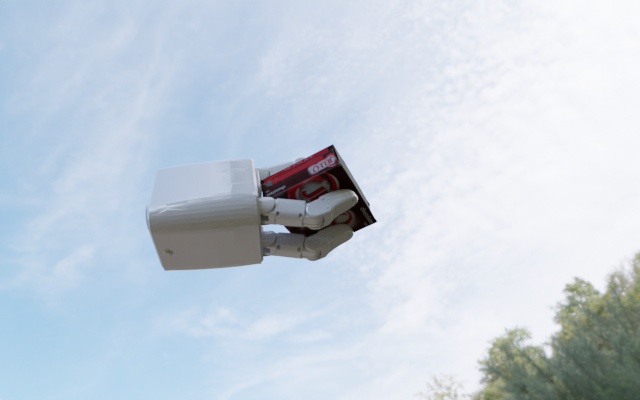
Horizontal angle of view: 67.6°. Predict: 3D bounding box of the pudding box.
[{"bbox_3d":[0.000,0.002,0.525,0.090,0.039,0.114,-25,-41,12],"label":"pudding box"}]
